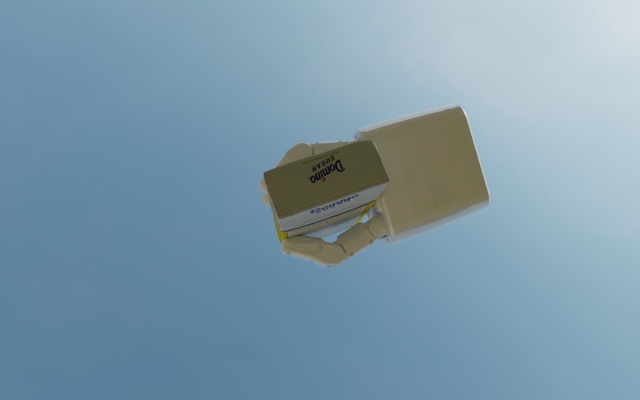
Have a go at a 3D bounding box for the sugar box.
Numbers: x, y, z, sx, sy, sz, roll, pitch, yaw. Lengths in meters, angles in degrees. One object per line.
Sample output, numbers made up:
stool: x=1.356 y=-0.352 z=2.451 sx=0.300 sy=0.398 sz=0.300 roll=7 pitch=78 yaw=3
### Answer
sugar box: x=0.000 y=0.001 z=0.447 sx=0.093 sy=0.048 sz=0.176 roll=-19 pitch=-14 yaw=-8
